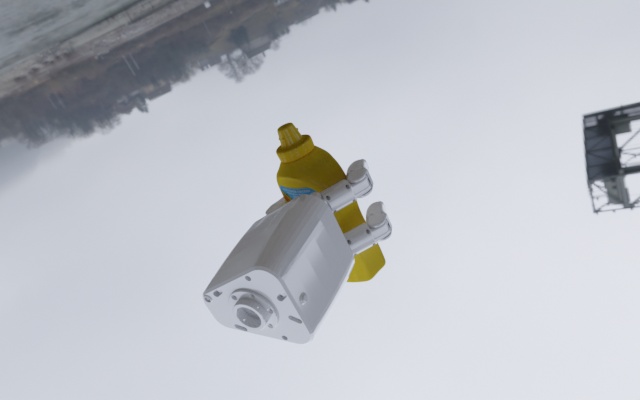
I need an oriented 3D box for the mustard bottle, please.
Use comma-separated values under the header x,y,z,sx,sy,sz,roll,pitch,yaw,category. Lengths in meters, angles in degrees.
x,y,z,sx,sy,sz,roll,pitch,yaw,category
0.000,0.002,0.535,0.058,0.192,0.096,-40,27,-28,mustard bottle
